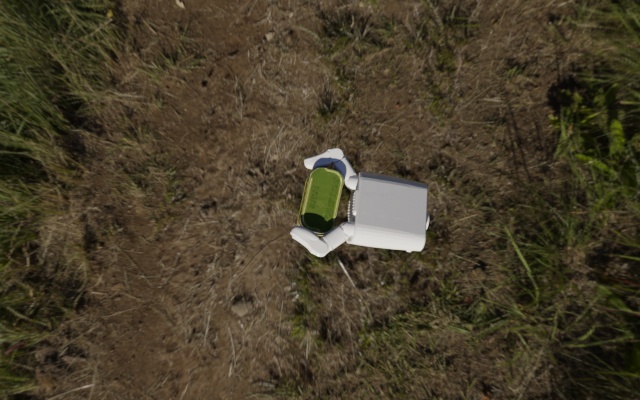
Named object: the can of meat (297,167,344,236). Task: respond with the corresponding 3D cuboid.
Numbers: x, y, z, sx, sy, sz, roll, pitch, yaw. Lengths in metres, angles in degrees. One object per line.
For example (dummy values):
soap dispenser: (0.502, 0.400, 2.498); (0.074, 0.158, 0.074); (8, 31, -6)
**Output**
can of meat: (0.000, 0.002, 0.740); (0.057, 0.102, 0.084); (12, -5, -3)
